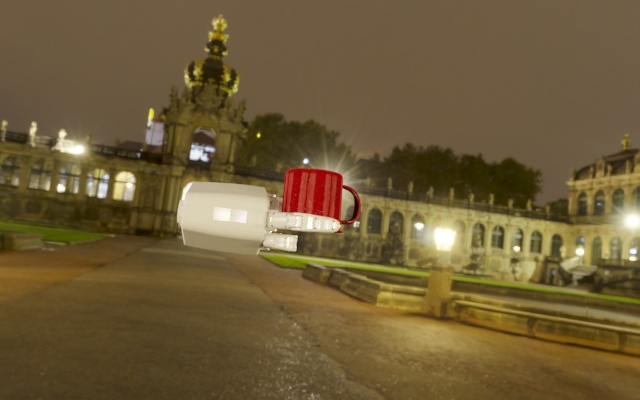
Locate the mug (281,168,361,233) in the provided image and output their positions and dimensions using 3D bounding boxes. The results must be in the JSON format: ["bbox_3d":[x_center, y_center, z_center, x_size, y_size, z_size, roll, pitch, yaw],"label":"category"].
[{"bbox_3d":[0.002,0.002,0.664,0.117,0.081,0.093,6,-5,-11],"label":"mug"}]
